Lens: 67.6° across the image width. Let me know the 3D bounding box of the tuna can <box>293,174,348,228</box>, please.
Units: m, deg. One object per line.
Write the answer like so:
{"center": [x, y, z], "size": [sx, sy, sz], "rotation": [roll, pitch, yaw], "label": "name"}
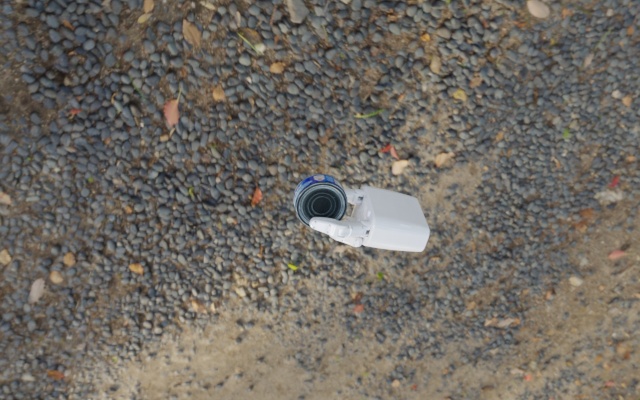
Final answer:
{"center": [0.000, 0.003, 0.765], "size": [0.086, 0.086, 0.033], "rotation": [0, 26, -8], "label": "tuna can"}
